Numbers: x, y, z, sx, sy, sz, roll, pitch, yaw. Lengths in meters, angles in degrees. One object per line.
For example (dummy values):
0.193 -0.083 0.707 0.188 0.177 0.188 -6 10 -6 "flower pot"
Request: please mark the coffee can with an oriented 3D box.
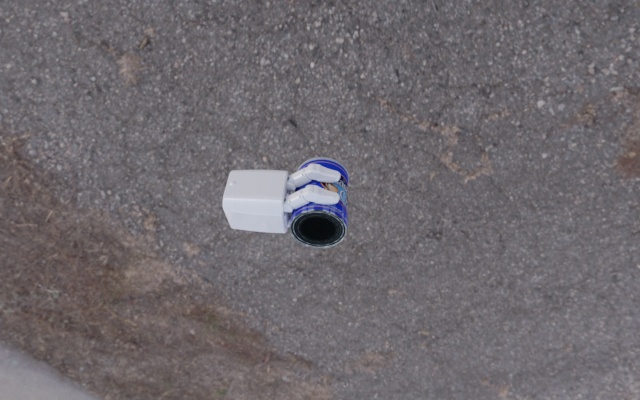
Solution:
0.000 0.003 0.887 0.103 0.140 0.103 2 -44 2 "coffee can"
